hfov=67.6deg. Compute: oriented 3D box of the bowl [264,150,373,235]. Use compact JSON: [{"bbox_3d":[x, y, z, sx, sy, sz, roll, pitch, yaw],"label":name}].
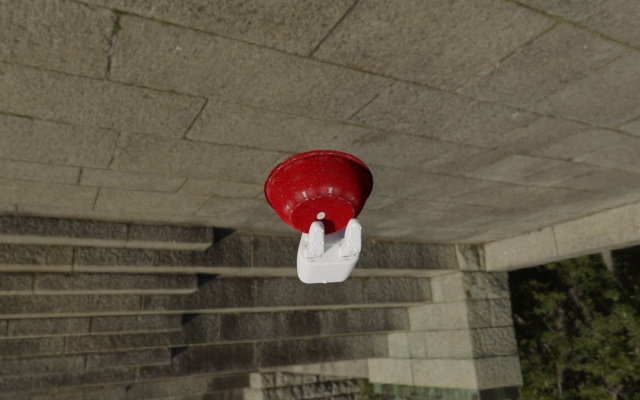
[{"bbox_3d":[0.000,0.002,0.686,0.162,0.055,0.162,-4,-39,-3],"label":"bowl"}]
